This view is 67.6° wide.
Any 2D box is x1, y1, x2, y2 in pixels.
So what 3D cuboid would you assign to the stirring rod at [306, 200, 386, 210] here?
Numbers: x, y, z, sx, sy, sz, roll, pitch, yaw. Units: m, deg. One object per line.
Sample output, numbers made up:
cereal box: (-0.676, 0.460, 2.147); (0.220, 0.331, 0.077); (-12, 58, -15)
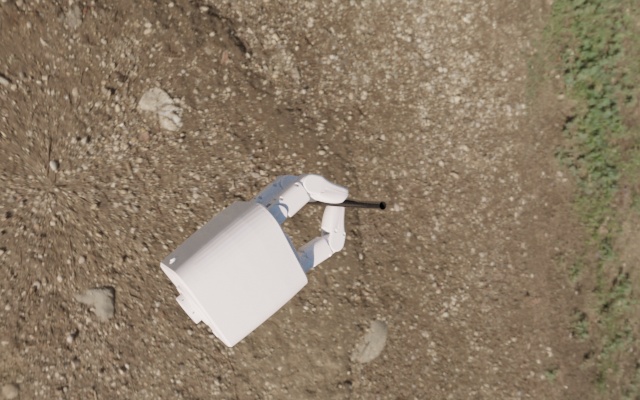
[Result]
stirring rod: (0.000, 0.002, 0.558); (0.011, 0.011, 0.239); (0, 1, -29)
